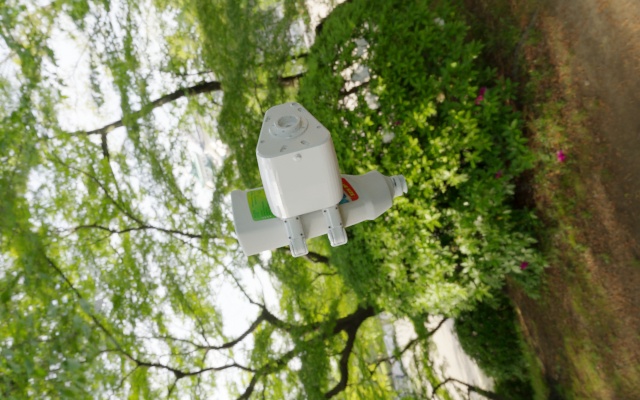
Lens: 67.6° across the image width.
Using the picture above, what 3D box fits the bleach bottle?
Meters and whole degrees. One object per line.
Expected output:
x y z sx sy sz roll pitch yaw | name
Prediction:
0.000 0.002 0.700 0.251 0.068 0.102 -15 45 -3 | bleach bottle
